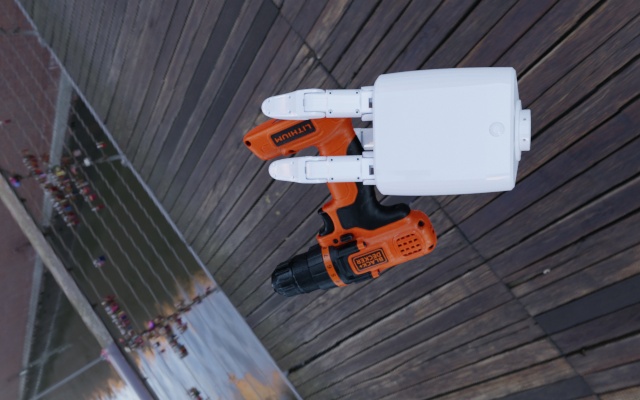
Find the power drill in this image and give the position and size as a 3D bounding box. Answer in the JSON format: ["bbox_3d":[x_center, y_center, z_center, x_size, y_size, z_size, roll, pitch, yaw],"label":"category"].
[{"bbox_3d":[0.000,0.001,0.480,0.184,0.188,0.057,-22,18,16],"label":"power drill"}]
